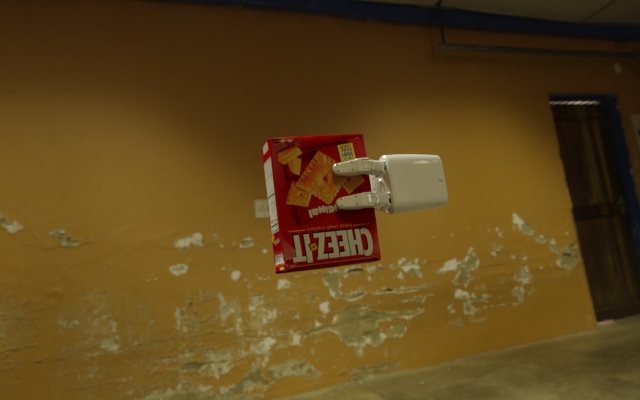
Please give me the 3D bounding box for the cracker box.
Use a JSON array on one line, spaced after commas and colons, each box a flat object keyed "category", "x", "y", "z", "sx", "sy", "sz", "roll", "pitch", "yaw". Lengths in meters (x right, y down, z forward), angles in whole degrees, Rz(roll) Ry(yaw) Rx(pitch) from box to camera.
[{"category": "cracker box", "x": 0.000, "y": 0.002, "z": 0.778, "sx": 0.164, "sy": 0.213, "sz": 0.072, "roll": -5, "pitch": -9, "yaw": -18}]
